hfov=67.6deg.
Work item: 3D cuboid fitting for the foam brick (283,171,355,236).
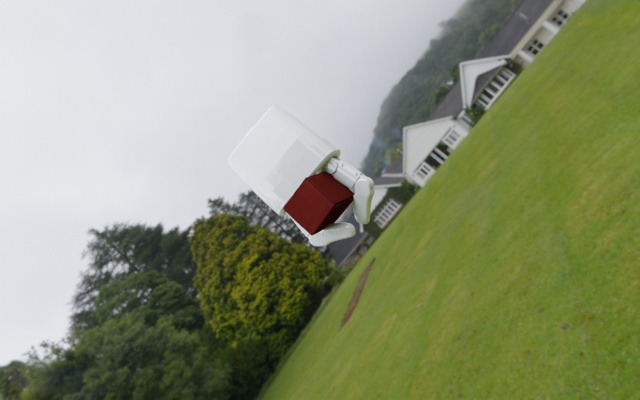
[{"bbox_3d":[0.000,0.002,0.600,0.051,0.053,0.078,43,22,11],"label":"foam brick"}]
